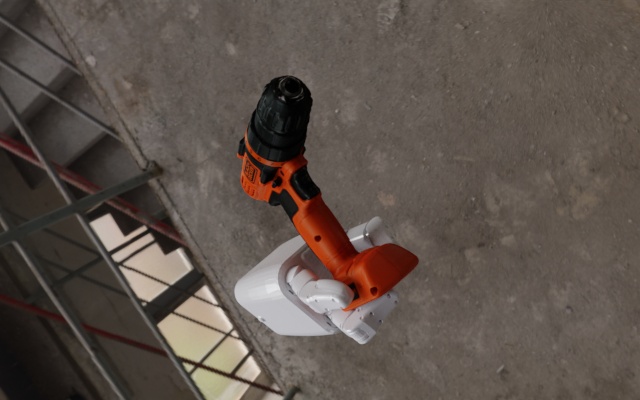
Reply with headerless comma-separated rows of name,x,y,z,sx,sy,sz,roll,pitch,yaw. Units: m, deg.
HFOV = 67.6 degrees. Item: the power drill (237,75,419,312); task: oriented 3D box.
power drill,0.000,0.002,0.421,0.057,0.187,0.184,-34,-9,-22
